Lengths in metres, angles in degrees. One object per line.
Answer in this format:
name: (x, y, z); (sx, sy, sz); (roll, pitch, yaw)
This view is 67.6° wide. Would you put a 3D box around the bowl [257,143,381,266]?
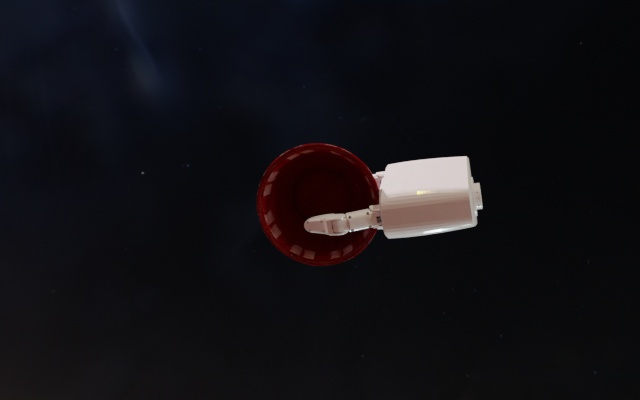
bowl: (-0.001, 0.002, 0.635); (0.162, 0.162, 0.055); (0, 14, 7)
